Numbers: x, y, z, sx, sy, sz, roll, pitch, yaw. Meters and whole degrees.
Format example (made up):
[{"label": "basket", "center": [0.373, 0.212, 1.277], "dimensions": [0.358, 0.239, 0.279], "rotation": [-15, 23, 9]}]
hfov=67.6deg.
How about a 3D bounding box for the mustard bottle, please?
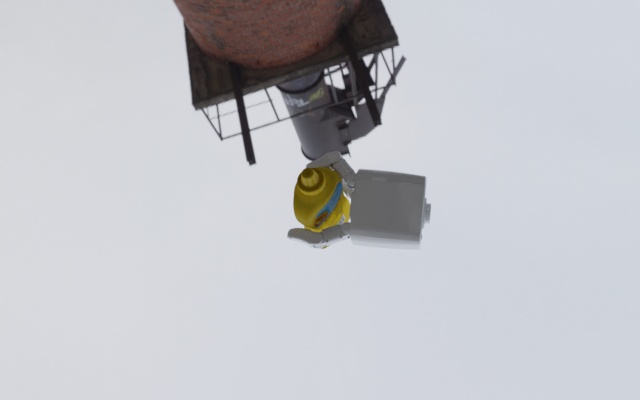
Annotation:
[{"label": "mustard bottle", "center": [0.000, 0.002, 0.751], "dimensions": [0.058, 0.096, 0.192], "rotation": [29, -16, 22]}]
